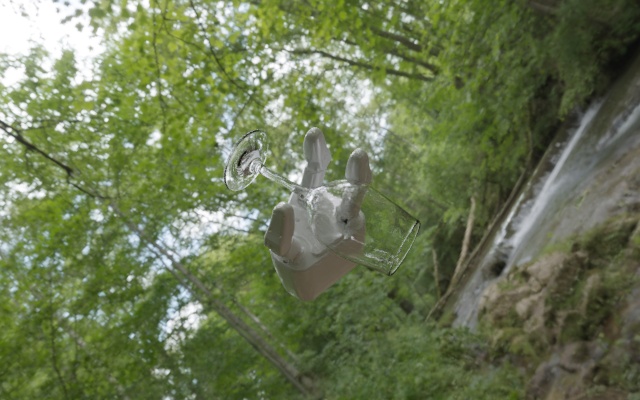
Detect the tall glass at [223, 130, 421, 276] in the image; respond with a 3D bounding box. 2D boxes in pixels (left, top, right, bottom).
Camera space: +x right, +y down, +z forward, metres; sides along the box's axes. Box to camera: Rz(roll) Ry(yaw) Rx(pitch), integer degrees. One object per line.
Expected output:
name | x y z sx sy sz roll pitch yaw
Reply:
tall glass | -0.001 0.001 0.495 0.201 0.079 0.079 29 11 20
